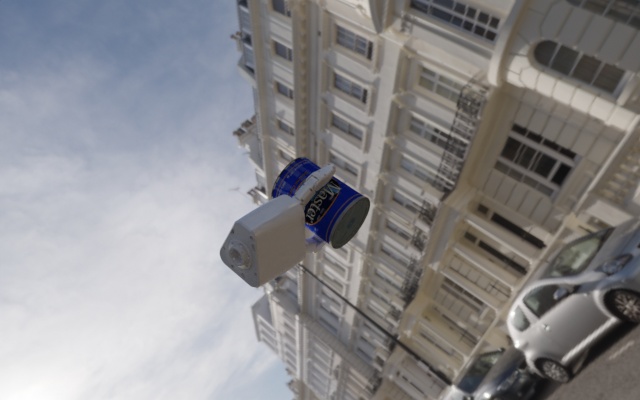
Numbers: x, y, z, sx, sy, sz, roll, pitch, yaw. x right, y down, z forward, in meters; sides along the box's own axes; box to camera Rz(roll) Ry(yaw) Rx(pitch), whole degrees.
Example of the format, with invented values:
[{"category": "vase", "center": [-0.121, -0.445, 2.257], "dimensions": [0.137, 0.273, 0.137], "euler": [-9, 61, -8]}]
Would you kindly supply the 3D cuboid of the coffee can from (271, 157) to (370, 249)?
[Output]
[{"category": "coffee can", "center": [0.000, 0.003, 0.827], "dimensions": [0.140, 0.103, 0.103], "euler": [35, 16, 24]}]
